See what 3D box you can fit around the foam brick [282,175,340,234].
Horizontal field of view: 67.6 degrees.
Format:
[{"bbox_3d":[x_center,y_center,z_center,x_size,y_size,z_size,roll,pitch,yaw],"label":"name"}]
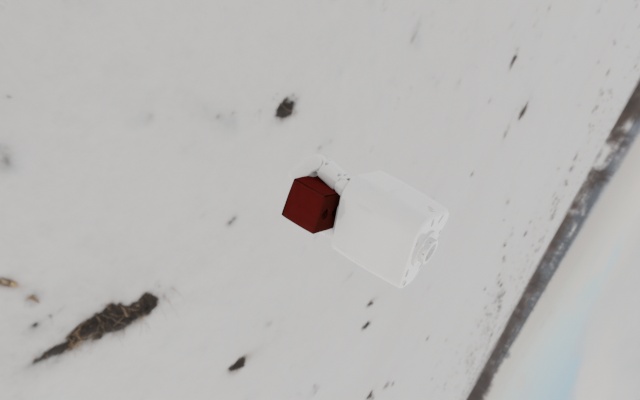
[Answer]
[{"bbox_3d":[0.000,0.002,0.602,0.051,0.053,0.078,31,24,27],"label":"foam brick"}]
